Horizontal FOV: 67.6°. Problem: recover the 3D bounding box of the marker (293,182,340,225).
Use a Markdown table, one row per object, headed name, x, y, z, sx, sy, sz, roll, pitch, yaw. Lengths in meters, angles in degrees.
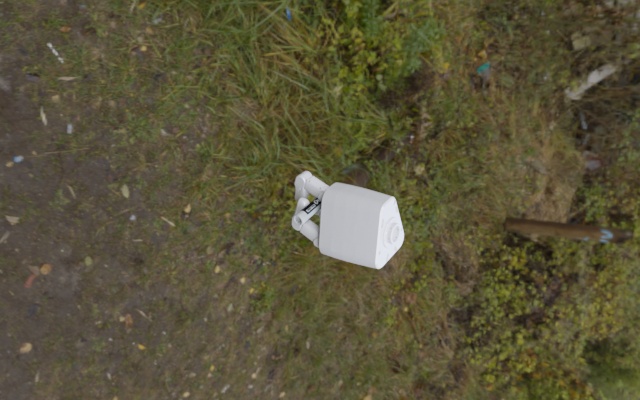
| name | x | y | z | sx | sy | sz | roll | pitch | yaw |
| --- | --- | --- | --- | --- | --- | --- | --- | --- | --- |
| marker | 0.000 | 0.003 | 0.773 | 0.020 | 0.020 | 0.121 | 0 | 28 | 41 |
